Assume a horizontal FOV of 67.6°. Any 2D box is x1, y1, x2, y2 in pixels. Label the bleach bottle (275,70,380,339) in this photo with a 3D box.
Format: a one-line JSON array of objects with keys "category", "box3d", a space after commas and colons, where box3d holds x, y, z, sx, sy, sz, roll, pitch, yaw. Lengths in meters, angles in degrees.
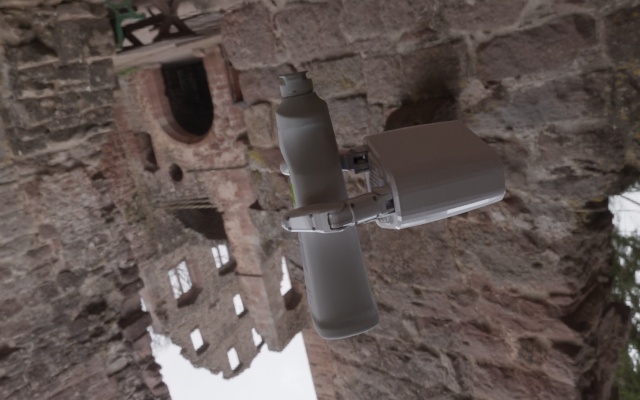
[{"category": "bleach bottle", "box3d": [0.000, 0.002, 0.472, 0.068, 0.251, 0.102, -13, 16, -6]}]
